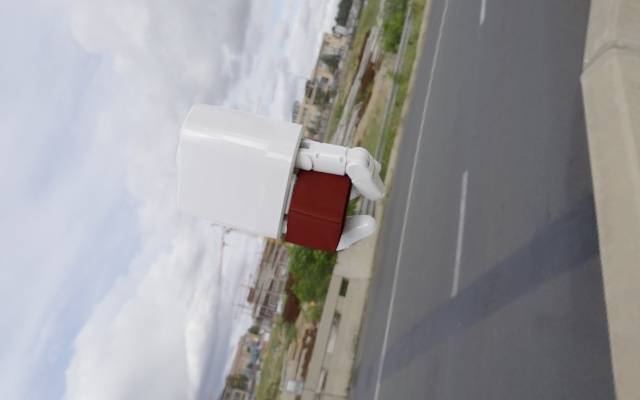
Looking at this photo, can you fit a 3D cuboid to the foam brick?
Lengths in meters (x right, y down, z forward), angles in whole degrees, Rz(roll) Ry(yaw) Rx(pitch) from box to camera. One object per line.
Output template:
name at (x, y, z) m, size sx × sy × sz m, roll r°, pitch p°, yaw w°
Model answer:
foam brick at (0.000, 0.002, 0.455) m, size 0.051 × 0.078 × 0.053 m, roll 13°, pitch -38°, yaw 0°
